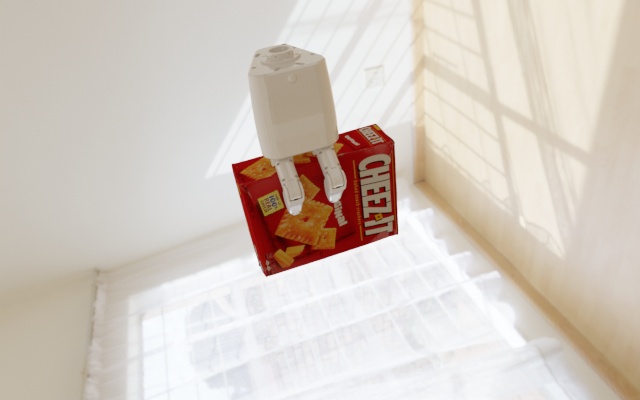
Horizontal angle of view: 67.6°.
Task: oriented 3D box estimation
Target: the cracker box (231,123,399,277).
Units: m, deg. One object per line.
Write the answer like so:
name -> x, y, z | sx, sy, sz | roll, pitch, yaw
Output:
cracker box -> 0.000, 0.002, 0.673 | 0.213, 0.164, 0.072 | -16, 35, -11
